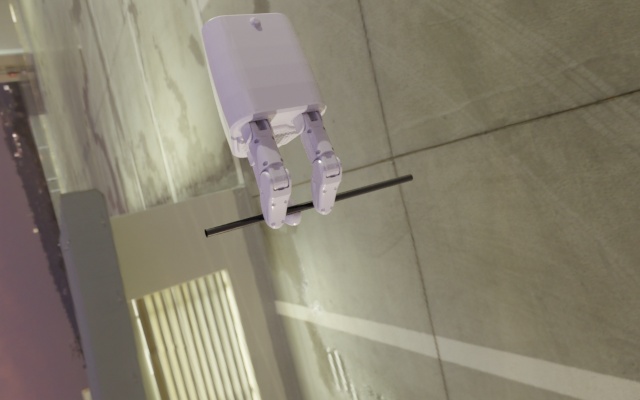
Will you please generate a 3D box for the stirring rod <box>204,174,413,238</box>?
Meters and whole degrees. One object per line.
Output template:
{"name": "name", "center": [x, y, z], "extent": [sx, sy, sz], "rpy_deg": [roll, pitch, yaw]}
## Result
{"name": "stirring rod", "center": [0.000, 0.001, 0.482], "extent": [0.239, 0.011, 0.011], "rpy_deg": [-15, 7, -29]}
